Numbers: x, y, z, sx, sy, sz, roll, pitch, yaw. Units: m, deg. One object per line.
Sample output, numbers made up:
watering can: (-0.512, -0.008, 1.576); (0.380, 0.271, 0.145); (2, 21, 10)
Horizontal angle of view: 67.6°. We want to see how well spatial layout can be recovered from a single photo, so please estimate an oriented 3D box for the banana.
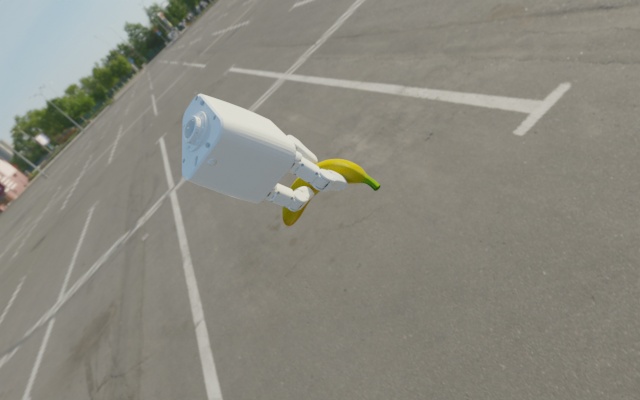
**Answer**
banana: (-0.004, -0.016, 0.705); (0.198, 0.069, 0.037); (-23, -3, 44)
